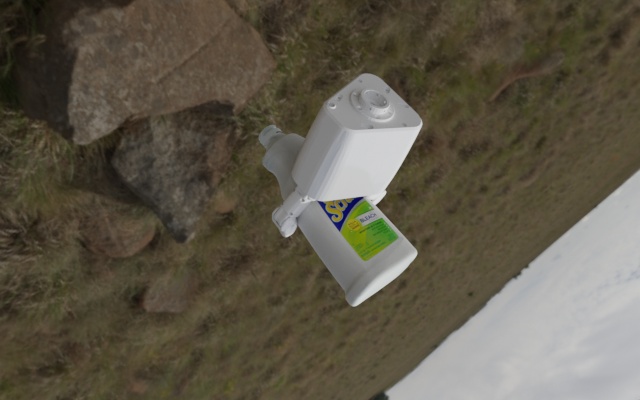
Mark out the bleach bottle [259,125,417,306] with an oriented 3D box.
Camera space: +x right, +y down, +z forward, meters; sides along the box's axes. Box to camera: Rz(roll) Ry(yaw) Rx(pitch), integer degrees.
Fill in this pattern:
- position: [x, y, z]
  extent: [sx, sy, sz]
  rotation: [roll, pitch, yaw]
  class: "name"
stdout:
- position: [0.000, 0.002, 0.592]
  extent: [0.102, 0.250, 0.068]
  rotation: [-26, -24, -36]
  class: "bleach bottle"
